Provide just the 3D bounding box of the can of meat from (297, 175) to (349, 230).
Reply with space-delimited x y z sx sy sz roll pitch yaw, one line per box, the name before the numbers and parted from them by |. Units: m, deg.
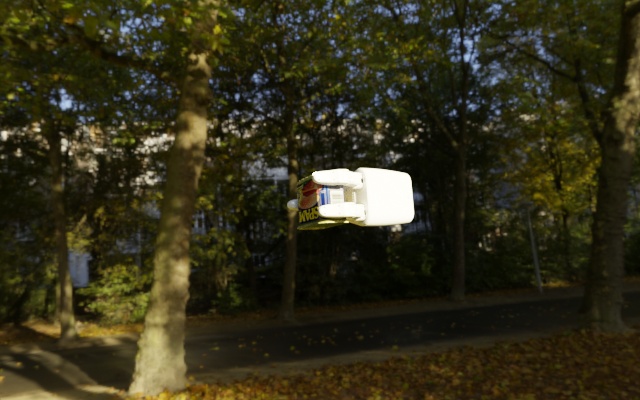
can of meat | 0.000 0.002 0.813 0.057 0.084 0.102 1 -10 -30
